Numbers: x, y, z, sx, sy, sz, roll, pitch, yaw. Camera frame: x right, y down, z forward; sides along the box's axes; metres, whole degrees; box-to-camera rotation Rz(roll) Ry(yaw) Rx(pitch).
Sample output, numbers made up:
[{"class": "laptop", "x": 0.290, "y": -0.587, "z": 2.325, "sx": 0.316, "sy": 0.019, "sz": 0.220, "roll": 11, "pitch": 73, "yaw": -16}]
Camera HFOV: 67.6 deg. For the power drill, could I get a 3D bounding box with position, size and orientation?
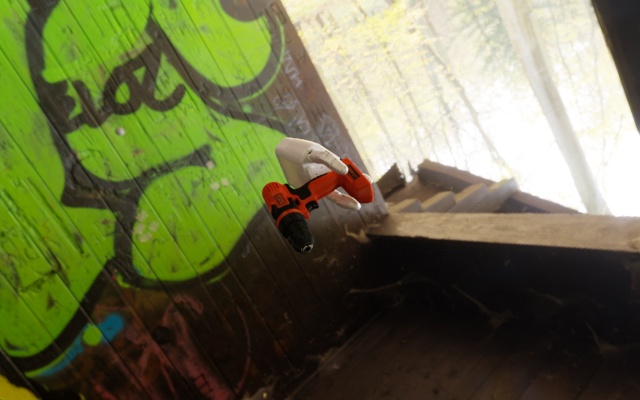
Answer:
[{"class": "power drill", "x": 0.000, "y": 0.003, "z": 0.889, "sx": 0.187, "sy": 0.057, "sz": 0.184, "roll": -23, "pitch": 47, "yaw": -14}]
